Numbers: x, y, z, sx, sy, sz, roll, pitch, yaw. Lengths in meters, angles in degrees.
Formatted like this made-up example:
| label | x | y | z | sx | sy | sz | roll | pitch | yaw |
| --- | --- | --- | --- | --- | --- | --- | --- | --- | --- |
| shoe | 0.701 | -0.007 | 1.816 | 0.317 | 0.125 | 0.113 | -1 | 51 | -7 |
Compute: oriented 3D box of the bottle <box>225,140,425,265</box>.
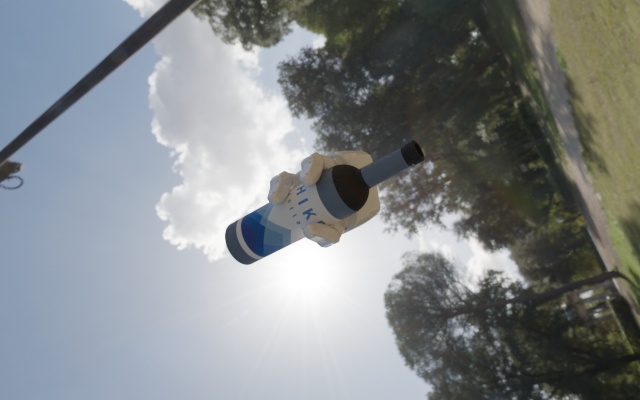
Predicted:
| label | x | y | z | sx | sy | sz | roll | pitch | yaw |
| --- | --- | --- | --- | --- | --- | --- | --- | --- | --- |
| bottle | 0.000 | 0.002 | 0.628 | 0.296 | 0.069 | 0.069 | -28 | -14 | 27 |
